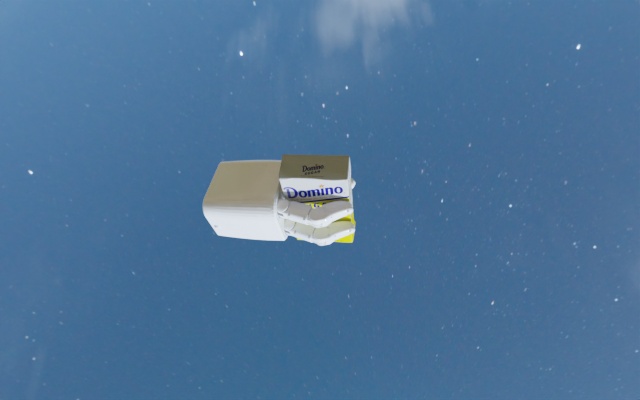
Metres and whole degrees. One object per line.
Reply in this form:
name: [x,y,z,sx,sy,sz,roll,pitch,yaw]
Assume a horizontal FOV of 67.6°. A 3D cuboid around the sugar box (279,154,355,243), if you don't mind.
sugar box: [0.000,0.003,0.691,0.093,0.048,0.176,2,-29,8]
